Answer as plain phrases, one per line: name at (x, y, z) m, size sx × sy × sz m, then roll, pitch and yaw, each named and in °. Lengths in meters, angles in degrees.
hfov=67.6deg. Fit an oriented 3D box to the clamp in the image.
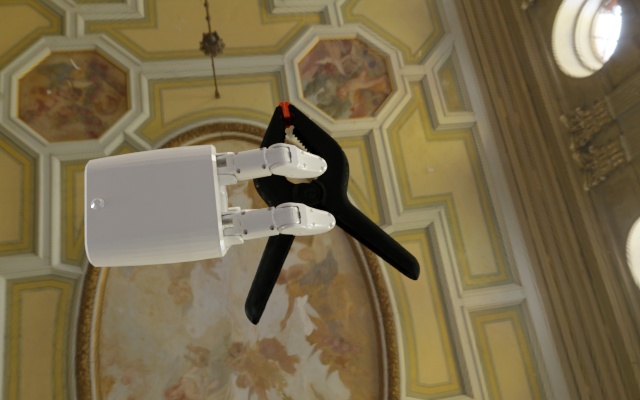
clamp at (0.000, 0.001, 0.460) m, size 0.164 × 0.210 × 0.036 m, roll -7°, pitch -17°, yaw -8°
